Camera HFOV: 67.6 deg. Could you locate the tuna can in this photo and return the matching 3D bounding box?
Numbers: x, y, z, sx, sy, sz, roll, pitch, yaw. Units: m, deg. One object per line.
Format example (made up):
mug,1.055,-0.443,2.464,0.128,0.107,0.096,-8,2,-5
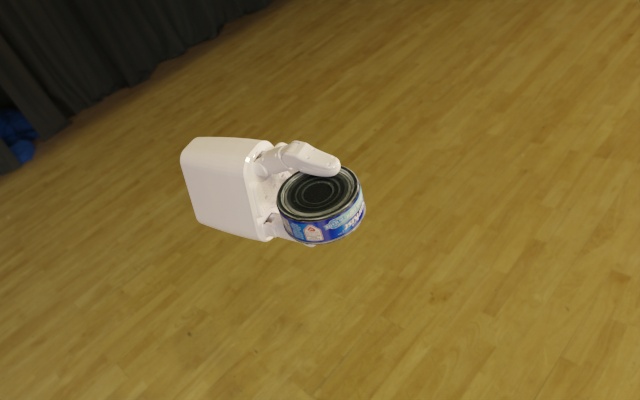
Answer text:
tuna can,0.000,0.001,0.475,0.086,0.034,0.086,-9,41,8
